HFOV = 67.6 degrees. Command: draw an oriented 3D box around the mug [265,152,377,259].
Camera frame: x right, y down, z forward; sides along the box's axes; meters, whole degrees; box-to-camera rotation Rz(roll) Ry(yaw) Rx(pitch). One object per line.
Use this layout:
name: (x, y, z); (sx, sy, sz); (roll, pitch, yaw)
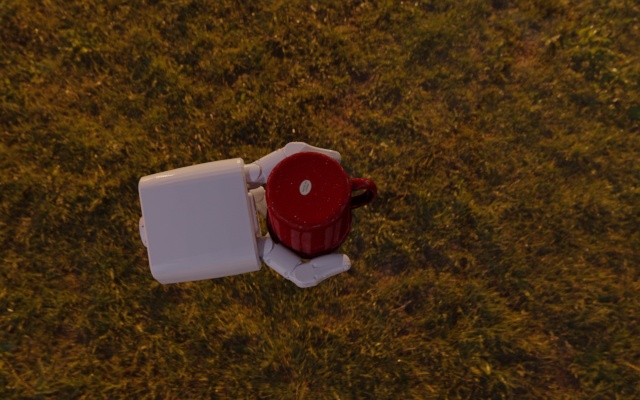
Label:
mug: (0.002, 0.001, 0.477); (0.117, 0.093, 0.081); (-10, -21, -5)
